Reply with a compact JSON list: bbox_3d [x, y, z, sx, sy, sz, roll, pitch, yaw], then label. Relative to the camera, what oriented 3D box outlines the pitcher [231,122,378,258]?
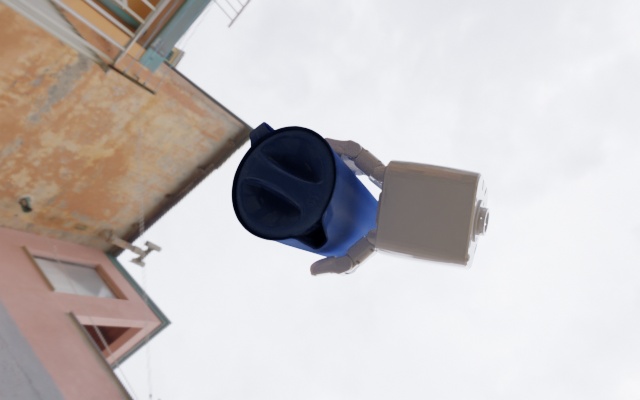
[{"bbox_3d":[0.000,0.002,0.627,0.145,0.149,0.243,7,-13,27],"label":"pitcher"}]
